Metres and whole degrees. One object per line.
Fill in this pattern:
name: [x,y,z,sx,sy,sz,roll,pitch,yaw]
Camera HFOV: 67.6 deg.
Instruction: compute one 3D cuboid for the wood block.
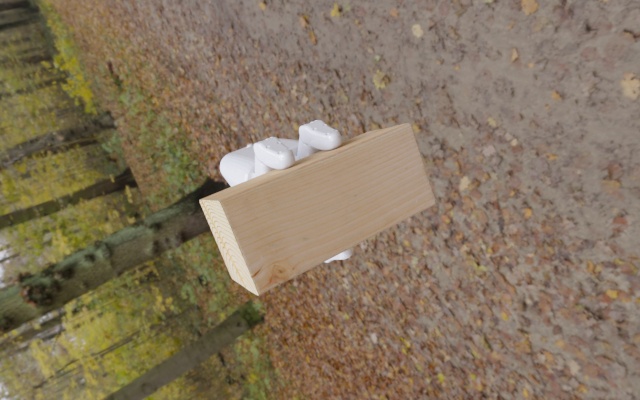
wood block: [0.000,0.002,0.479,0.206,0.091,0.090,-25,11,-23]
